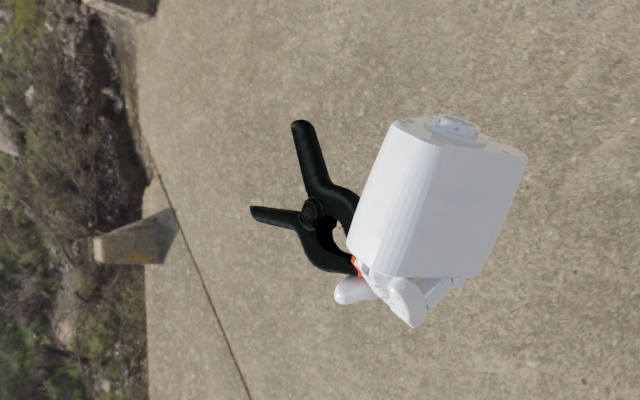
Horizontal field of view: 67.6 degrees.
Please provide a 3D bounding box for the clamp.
[{"bbox_3d":[0.000,0.002,0.452,0.039,0.120,0.171,-5,32,-46],"label":"clamp"}]
